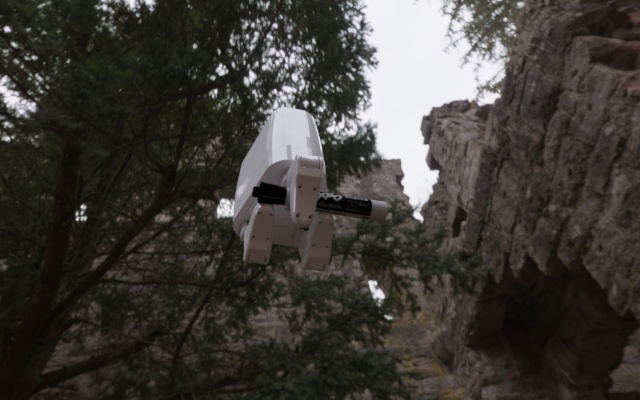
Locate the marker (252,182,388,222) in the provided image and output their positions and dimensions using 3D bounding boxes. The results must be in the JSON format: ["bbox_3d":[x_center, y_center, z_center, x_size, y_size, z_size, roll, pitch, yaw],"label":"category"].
[{"bbox_3d":[0.000,0.001,0.423,0.121,0.020,0.020,9,-2,-13],"label":"marker"}]
